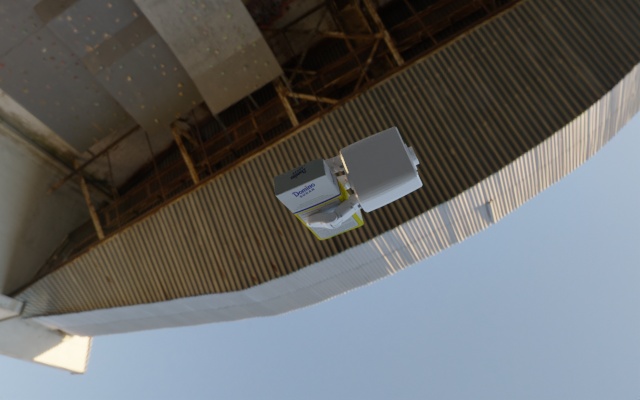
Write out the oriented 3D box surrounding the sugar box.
[{"bbox_3d":[0.000,0.002,0.831,0.093,0.048,0.176,-22,-39,14],"label":"sugar box"}]
